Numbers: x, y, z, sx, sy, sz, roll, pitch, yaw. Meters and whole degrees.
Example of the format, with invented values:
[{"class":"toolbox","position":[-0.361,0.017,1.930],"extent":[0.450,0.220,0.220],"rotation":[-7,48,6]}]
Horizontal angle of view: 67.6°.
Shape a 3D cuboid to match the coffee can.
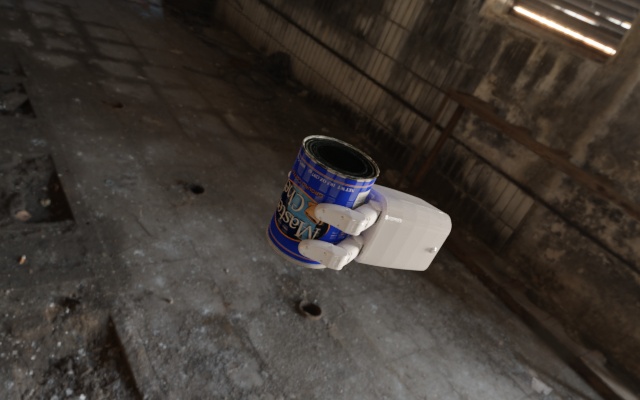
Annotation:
[{"class":"coffee can","position":[0.000,0.002,0.617],"extent":[0.103,0.140,0.102],"rotation":[19,28,-10]}]
